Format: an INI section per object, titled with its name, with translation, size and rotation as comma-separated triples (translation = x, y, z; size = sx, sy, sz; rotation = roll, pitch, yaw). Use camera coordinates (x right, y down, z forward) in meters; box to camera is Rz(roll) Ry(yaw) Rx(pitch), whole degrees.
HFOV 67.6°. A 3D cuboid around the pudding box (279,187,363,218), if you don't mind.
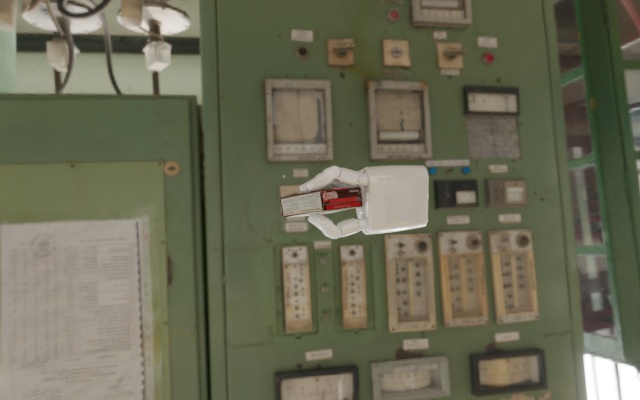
[pudding box]
translation = 0.000, 0.003, 0.798
size = 0.090, 0.039, 0.113
rotation = -4, -6, -41
